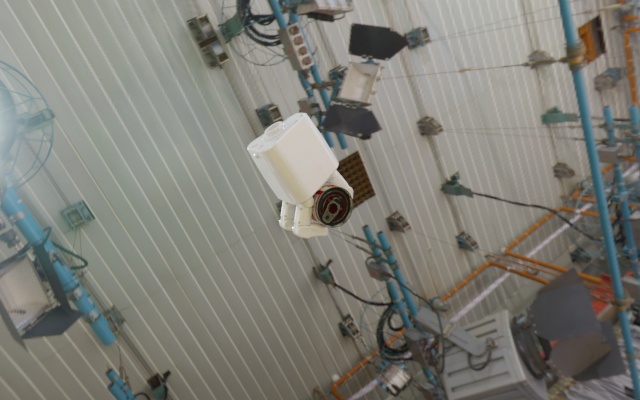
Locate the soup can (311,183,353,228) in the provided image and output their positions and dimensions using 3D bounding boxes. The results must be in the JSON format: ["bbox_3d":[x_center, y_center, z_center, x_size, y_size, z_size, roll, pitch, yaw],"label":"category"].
[{"bbox_3d":[0.000,0.003,0.812,0.068,0.068,0.102,0,9,-29],"label":"soup can"}]
